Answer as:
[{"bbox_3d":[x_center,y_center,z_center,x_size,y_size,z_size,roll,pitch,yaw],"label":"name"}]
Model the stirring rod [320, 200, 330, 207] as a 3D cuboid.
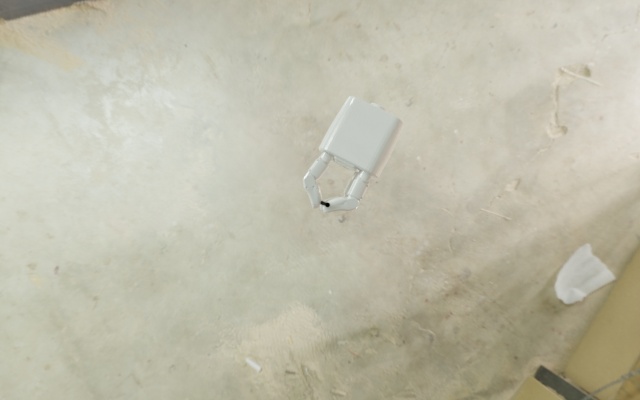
[{"bbox_3d":[0.000,0.003,0.857,0.011,0.011,0.239,0,2,-5],"label":"stirring rod"}]
